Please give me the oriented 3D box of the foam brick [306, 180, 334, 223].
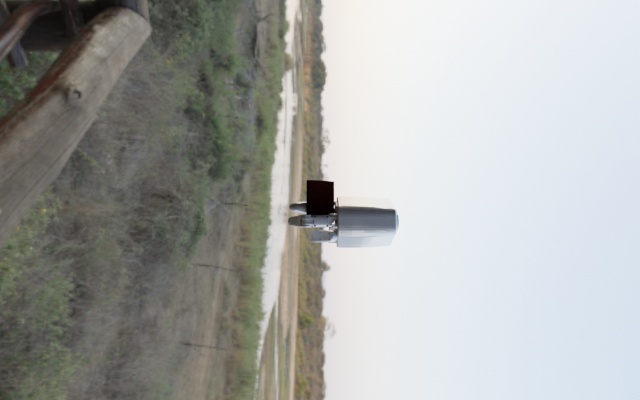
[{"bbox_3d":[0.000,0.003,0.892,0.051,0.078,0.053,0,-3,1],"label":"foam brick"}]
